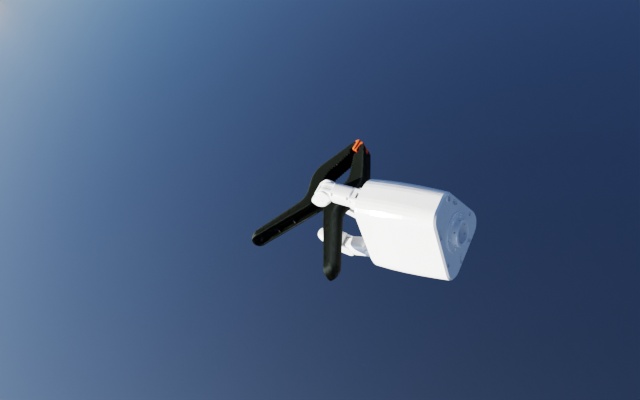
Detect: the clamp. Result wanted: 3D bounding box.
[{"bbox_3d":[0.000,0.001,0.676,0.164,0.210,0.036,10,-27,39],"label":"clamp"}]
